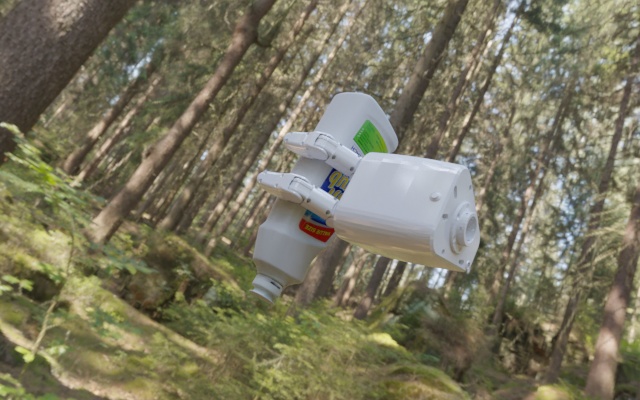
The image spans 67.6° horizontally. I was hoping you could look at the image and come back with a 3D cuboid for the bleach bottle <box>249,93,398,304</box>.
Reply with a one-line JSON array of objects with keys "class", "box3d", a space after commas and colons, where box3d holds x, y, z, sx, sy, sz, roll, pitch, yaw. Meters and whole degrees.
[{"class": "bleach bottle", "box3d": [0.000, 0.002, 0.537, 0.068, 0.250, 0.103, 11, -28, 39]}]
